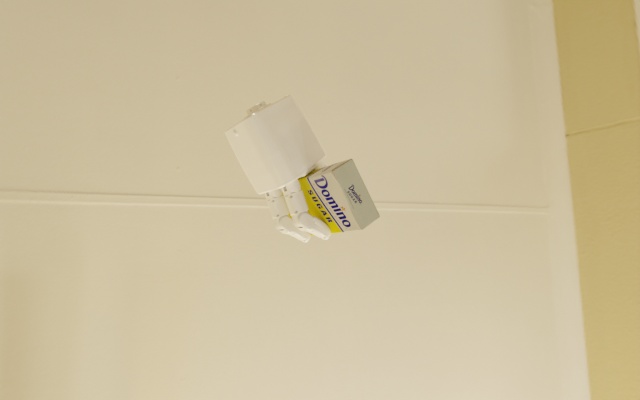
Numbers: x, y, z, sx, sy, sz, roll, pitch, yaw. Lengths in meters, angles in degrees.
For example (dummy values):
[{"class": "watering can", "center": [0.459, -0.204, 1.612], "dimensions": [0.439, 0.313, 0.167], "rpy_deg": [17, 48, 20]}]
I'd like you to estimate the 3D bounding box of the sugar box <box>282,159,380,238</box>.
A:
[{"class": "sugar box", "center": [0.000, 0.002, 0.704], "dimensions": [0.048, 0.093, 0.176], "rpy_deg": [-33, 11, -31]}]
